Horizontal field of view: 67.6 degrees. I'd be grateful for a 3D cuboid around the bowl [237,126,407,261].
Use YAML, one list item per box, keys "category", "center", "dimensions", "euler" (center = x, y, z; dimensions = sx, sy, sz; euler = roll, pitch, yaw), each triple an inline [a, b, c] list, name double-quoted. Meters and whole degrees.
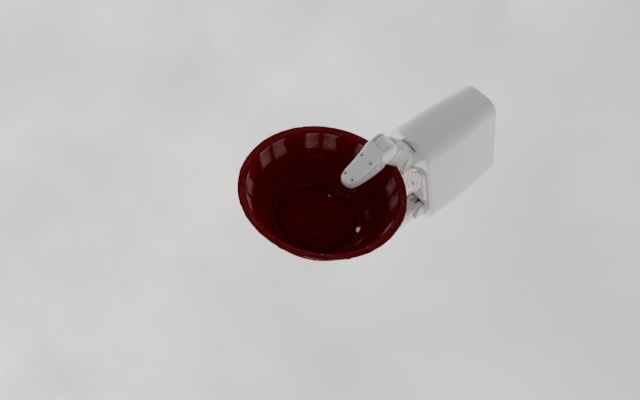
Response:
- category: "bowl"
  center: [-0.001, 0.002, 0.472]
  dimensions: [0.162, 0.162, 0.055]
  euler: [0, -37, -9]
